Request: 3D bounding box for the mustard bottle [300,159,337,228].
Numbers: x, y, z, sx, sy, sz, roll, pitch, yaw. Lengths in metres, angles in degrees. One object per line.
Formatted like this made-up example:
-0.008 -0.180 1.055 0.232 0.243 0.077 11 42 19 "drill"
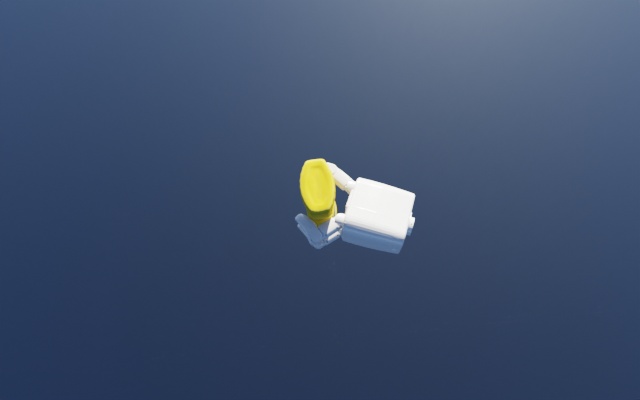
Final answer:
0.000 0.003 0.861 0.058 0.096 0.192 -8 -17 1 "mustard bottle"
